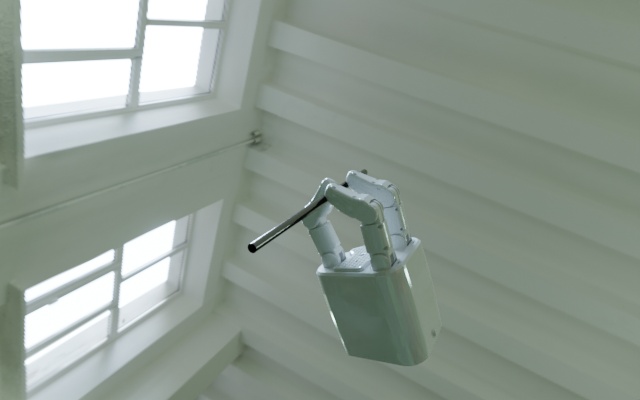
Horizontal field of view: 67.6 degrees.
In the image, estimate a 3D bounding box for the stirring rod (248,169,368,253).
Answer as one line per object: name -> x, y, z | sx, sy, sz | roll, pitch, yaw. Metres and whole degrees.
stirring rod -> 0.000, 0.002, 0.466 | 0.011, 0.011, 0.239 | 0, 17, 27
